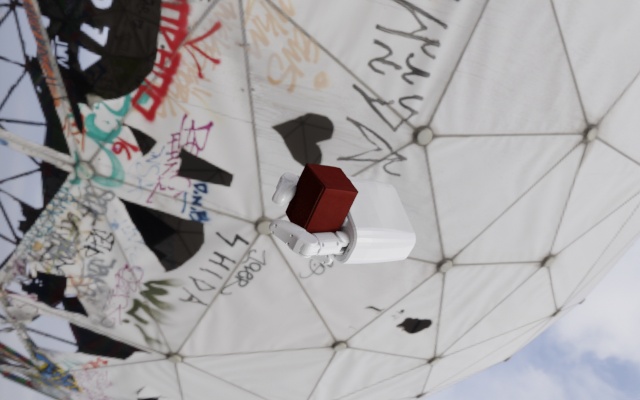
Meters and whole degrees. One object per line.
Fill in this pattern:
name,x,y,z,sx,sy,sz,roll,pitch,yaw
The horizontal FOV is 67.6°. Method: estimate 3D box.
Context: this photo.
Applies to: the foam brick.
foam brick,0.000,0.002,0.576,0.051,0.078,0.053,4,36,-33
